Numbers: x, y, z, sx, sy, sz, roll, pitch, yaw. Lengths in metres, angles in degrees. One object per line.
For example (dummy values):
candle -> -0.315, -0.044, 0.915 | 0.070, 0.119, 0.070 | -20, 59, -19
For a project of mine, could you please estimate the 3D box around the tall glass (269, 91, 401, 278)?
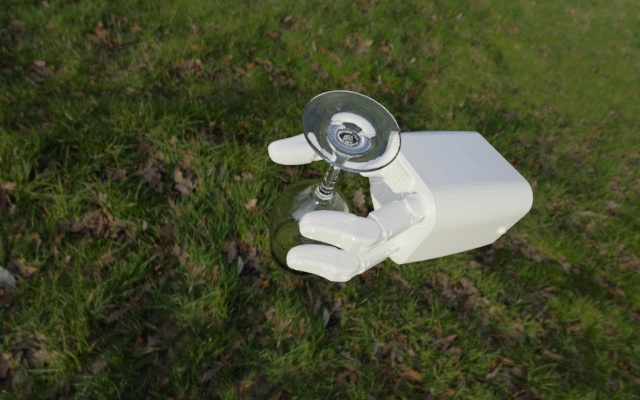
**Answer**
tall glass -> 0.000, 0.001, 0.420 | 0.079, 0.079, 0.201 | 0, -32, -16
